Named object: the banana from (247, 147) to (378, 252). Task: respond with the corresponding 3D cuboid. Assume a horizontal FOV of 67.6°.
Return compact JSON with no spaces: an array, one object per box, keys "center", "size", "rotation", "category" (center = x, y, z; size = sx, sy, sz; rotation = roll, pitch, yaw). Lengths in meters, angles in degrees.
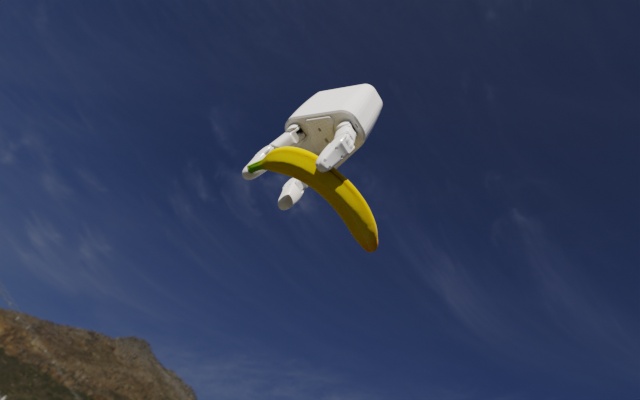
[{"center":[0.006,-0.011,0.602],"size":[0.198,0.070,0.037],"rotation":[35,40,-3],"category":"banana"}]
